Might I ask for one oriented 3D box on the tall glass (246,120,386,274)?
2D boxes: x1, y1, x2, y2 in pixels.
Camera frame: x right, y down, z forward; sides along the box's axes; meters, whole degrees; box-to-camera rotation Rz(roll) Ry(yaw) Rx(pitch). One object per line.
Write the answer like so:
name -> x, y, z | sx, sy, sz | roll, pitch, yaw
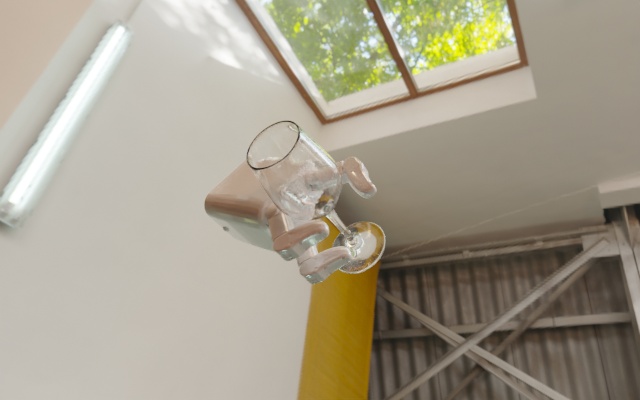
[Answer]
tall glass -> 0.001, 0.002, 0.529 | 0.079, 0.079, 0.201 | 0, -34, 34
